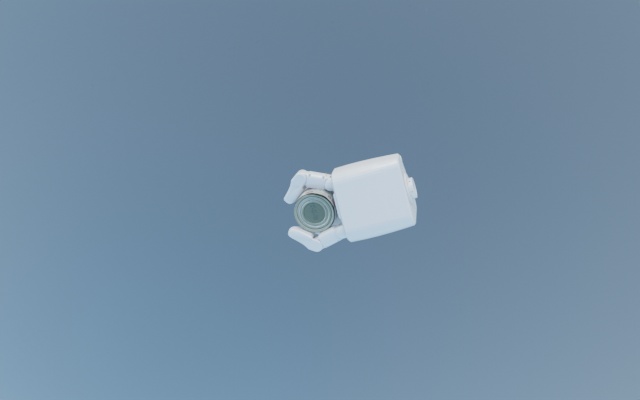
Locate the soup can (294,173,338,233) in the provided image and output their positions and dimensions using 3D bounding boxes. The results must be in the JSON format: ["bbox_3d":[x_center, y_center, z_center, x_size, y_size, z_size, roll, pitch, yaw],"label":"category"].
[{"bbox_3d":[0.000,0.003,0.783,0.068,0.068,0.102,0,21,12],"label":"soup can"}]
